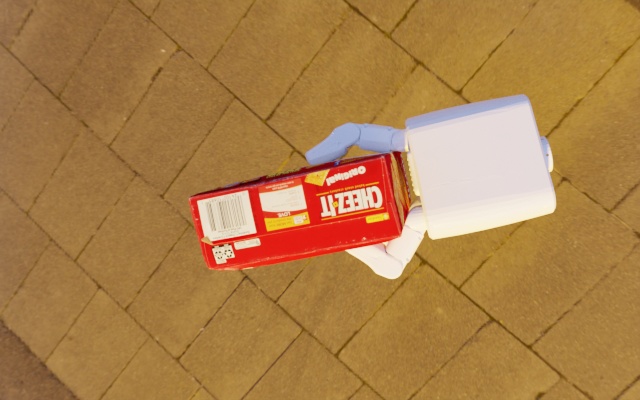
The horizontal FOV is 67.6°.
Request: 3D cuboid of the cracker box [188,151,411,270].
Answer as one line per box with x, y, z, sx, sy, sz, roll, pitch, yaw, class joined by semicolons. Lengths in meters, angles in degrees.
0.000;0.001;0.467;0.164;0.072;0.213;-12;3;14;cracker box
